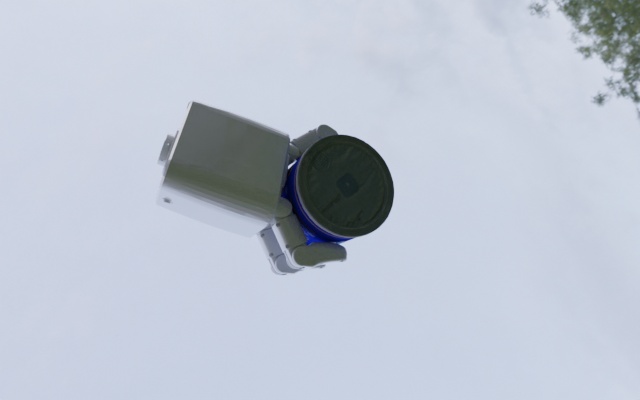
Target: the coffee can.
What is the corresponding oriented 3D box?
[{"bbox_3d":[0.000,0.002,0.517,0.103,0.102,0.140,0,-14,-23],"label":"coffee can"}]
